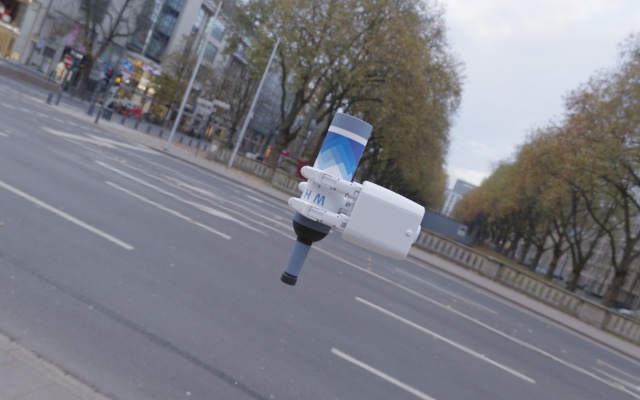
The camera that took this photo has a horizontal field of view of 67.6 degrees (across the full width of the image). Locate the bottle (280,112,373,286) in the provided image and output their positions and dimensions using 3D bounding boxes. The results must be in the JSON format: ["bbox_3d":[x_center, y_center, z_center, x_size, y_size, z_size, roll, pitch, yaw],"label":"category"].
[{"bbox_3d":[0.000,0.002,0.798,0.069,0.296,0.069,22,3,-1],"label":"bottle"}]
